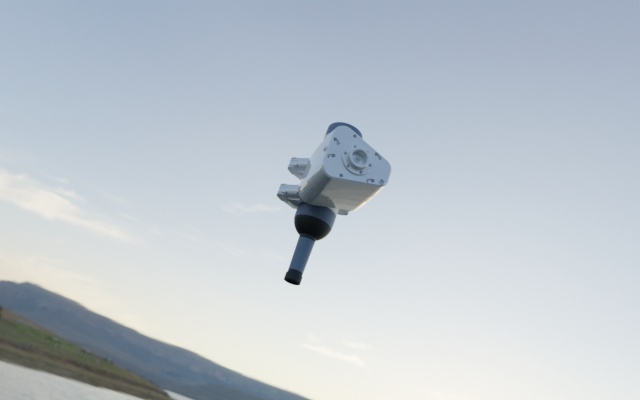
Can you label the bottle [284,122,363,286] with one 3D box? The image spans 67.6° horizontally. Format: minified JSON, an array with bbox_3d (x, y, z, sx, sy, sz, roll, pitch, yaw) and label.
[{"bbox_3d":[0.000,0.002,0.809,0.069,0.295,0.069,16,-26,8],"label":"bottle"}]
